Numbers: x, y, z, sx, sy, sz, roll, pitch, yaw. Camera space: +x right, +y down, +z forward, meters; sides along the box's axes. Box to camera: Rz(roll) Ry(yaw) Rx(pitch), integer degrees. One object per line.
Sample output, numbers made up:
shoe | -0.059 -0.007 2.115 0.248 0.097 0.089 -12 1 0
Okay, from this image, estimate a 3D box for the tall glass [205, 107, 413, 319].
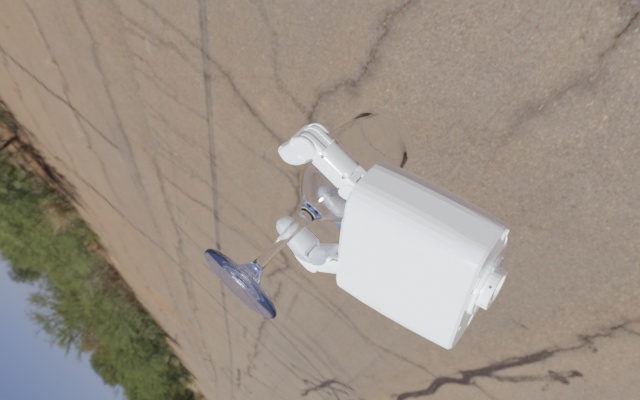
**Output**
tall glass | 0.000 0.002 0.410 0.201 0.079 0.079 -46 25 -26
